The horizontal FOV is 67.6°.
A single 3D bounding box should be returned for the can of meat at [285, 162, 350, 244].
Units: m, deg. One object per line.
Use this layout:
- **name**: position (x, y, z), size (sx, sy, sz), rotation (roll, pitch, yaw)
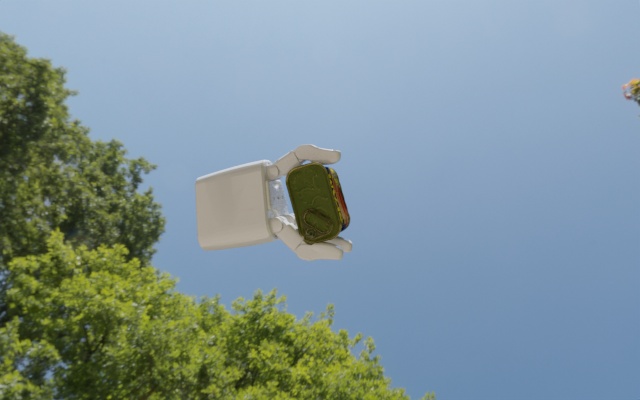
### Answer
- **can of meat**: position (0.000, 0.002, 0.646), size (0.057, 0.102, 0.084), rotation (-16, -2, 14)
